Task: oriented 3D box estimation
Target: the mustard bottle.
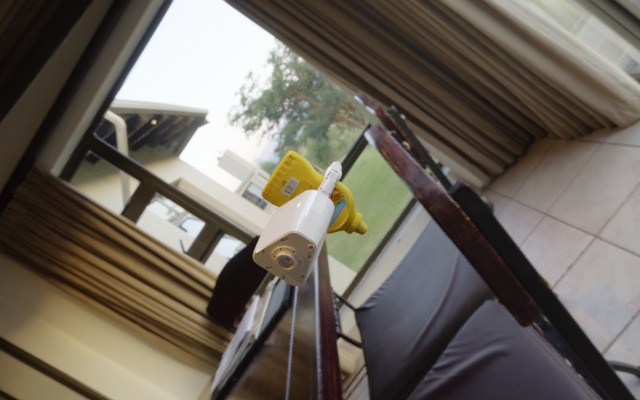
[{"bbox_3d":[0.000,0.002,0.834,0.191,0.096,0.058,33,13,-8],"label":"mustard bottle"}]
